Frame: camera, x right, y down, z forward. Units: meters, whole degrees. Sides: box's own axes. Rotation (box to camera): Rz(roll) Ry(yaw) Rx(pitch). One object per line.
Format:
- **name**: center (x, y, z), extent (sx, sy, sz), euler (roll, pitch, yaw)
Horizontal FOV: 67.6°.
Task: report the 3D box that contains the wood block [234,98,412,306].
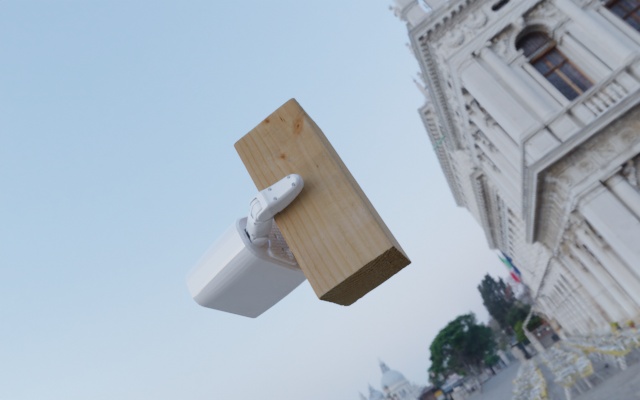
- **wood block**: center (0.000, 0.002, 0.525), extent (0.090, 0.206, 0.091), euler (-36, -26, 9)
